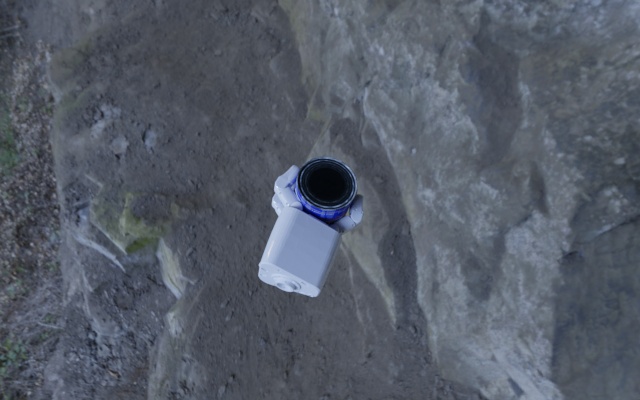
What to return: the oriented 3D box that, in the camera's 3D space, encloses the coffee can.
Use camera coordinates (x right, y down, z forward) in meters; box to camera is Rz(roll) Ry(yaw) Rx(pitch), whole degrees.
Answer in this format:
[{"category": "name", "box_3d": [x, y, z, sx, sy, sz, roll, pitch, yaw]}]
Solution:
[{"category": "coffee can", "box_3d": [0.000, 0.003, 0.845, 0.103, 0.102, 0.140, 0, -28, -10]}]
